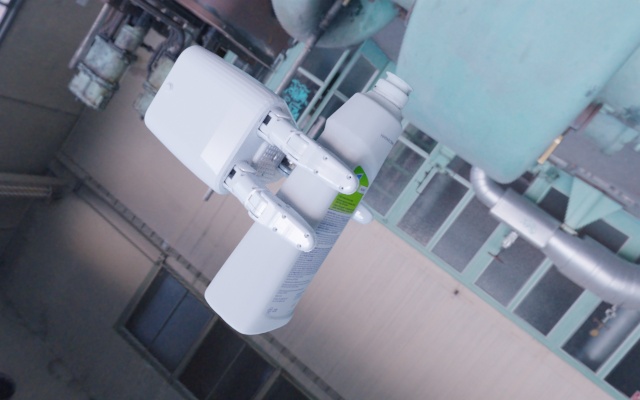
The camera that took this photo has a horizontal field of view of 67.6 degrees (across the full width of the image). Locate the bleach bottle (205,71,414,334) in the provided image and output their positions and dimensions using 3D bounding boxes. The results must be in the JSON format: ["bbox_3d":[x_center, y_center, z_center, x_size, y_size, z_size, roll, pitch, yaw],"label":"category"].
[{"bbox_3d":[0.000,0.001,0.431,0.068,0.251,0.102,38,10,19],"label":"bleach bottle"}]
